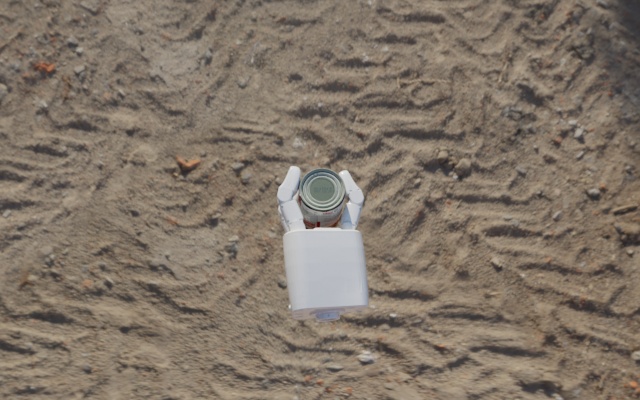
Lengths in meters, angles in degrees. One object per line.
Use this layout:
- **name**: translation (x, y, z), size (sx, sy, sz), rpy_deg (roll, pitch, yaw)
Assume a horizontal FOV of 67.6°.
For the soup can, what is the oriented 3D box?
- **soup can**: translation (0.000, 0.002, 0.710), size (0.068, 0.068, 0.102), rpy_deg (0, -21, -3)
